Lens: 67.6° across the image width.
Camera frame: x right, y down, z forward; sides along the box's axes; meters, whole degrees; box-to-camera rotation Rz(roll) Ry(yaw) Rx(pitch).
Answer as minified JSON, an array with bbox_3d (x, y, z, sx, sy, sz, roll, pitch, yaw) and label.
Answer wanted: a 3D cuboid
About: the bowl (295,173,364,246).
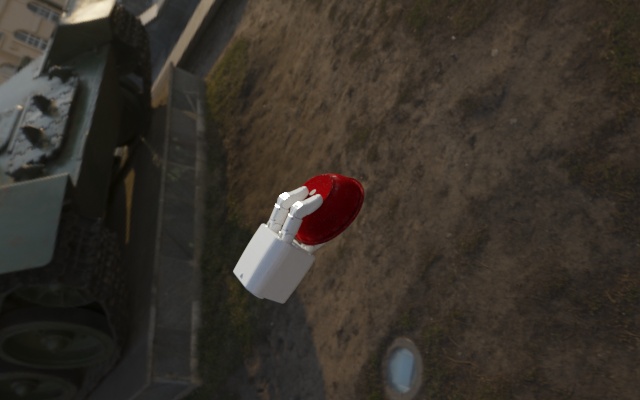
[{"bbox_3d":[0.001,0.002,0.895,0.162,0.162,0.055,0,-38,46],"label":"bowl"}]
